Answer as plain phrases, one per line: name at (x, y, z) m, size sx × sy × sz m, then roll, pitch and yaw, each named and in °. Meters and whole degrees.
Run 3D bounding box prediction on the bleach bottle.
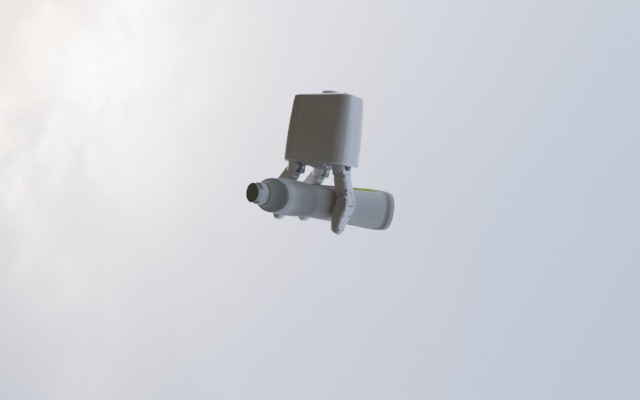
bleach bottle at (0.000, 0.002, 0.736) m, size 0.251 × 0.068 × 0.102 m, roll 8°, pitch 0°, yaw -45°
